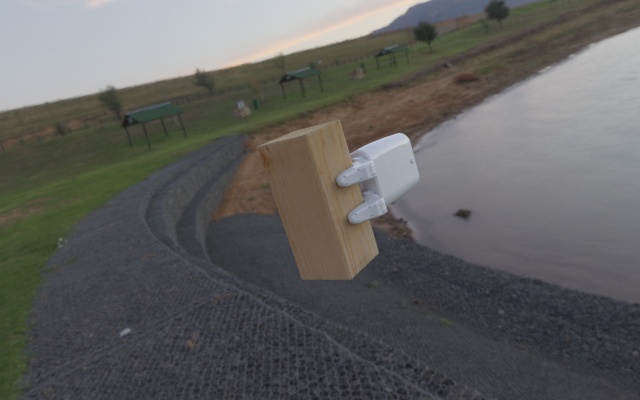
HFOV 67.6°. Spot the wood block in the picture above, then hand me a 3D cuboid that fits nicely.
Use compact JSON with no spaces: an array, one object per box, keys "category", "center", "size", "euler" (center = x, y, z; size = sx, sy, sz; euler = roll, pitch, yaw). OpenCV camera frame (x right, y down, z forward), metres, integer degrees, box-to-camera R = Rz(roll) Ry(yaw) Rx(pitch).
[{"category":"wood block","center":[0.000,0.002,0.683],"size":[0.091,0.206,0.090],"euler":[-7,17,38]}]
